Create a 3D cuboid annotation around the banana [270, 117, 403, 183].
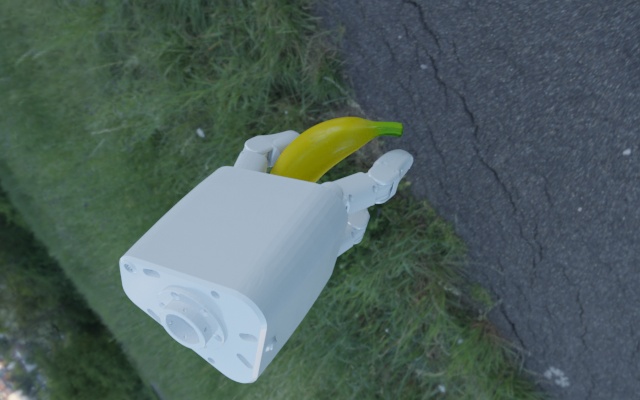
[{"bbox_3d":[-0.014,-0.010,0.418,0.069,0.037,0.198,32,-47,-11],"label":"banana"}]
